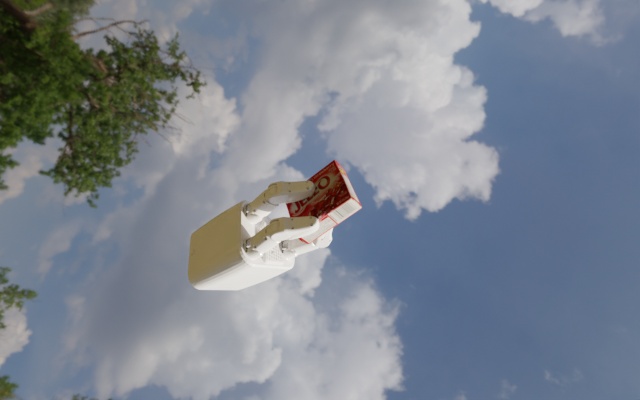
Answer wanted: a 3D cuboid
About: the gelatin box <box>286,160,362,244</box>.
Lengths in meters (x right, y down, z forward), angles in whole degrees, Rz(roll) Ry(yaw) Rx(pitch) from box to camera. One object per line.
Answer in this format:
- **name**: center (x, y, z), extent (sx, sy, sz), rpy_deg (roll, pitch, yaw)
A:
- **gelatin box**: center (0.001, 0.002, 0.612), extent (0.089, 0.073, 0.030), rpy_deg (-35, -45, 15)
